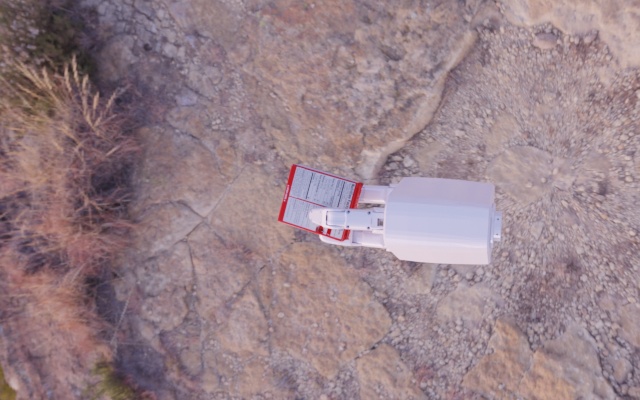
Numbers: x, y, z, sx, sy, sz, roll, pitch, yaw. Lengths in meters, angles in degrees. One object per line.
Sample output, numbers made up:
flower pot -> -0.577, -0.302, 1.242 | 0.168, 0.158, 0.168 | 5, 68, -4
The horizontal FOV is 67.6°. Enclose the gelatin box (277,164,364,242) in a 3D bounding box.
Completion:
gelatin box -> 0.000, 0.002, 0.576 | 0.089, 0.073, 0.030 | 17, 8, 16
